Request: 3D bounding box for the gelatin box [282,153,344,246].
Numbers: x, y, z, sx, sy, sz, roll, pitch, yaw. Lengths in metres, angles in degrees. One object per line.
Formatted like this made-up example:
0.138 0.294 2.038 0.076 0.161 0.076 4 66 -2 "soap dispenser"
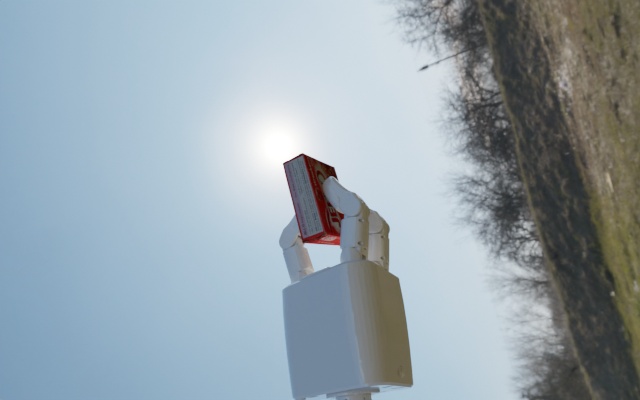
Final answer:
0.000 0.001 0.499 0.030 0.089 0.073 -23 -17 23 "gelatin box"
